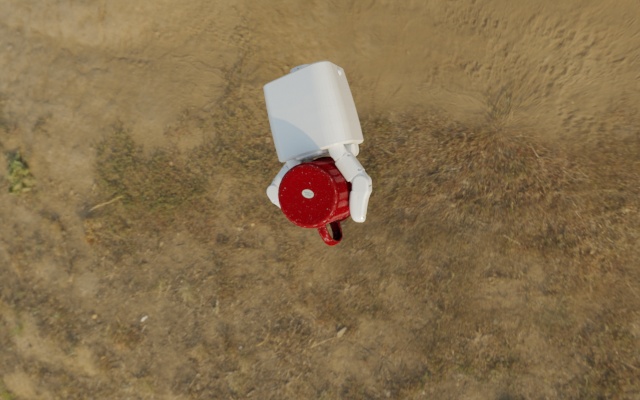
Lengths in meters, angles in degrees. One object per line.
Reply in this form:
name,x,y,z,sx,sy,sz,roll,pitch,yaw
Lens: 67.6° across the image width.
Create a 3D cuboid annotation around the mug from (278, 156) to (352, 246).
mug,0.000,0.003,0.615,0.093,0.117,0.081,-15,1,22
